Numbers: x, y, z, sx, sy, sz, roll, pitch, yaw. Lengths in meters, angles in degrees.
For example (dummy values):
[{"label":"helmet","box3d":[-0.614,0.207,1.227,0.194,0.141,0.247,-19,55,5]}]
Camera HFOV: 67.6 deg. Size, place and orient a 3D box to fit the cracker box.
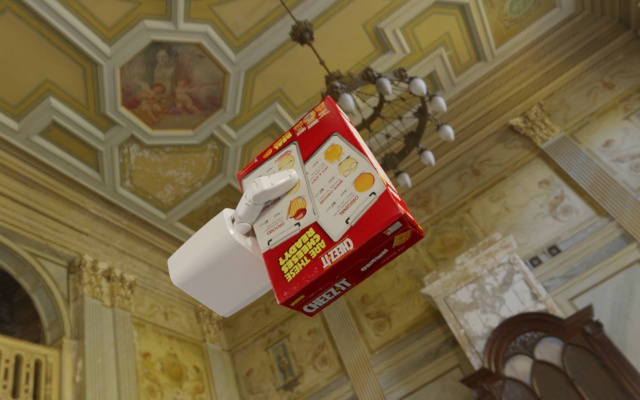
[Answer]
[{"label":"cracker box","box3d":[0.000,0.002,0.568,0.164,0.213,0.072,-38,-42,14]}]
